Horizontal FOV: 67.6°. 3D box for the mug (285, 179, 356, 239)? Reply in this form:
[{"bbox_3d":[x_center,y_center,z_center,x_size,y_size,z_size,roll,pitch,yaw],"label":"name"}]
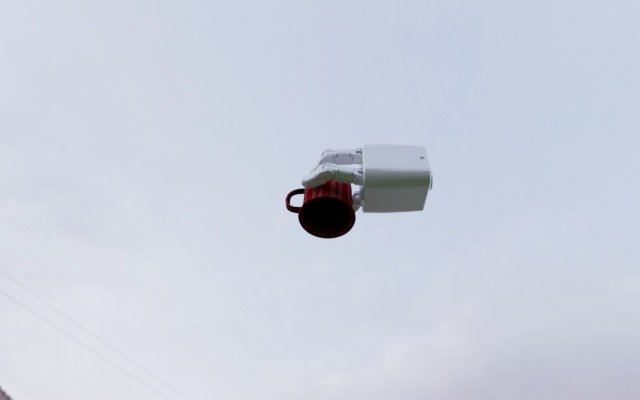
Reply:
[{"bbox_3d":[-0.001,0.002,0.794,0.117,0.093,0.081,2,40,2],"label":"mug"}]
